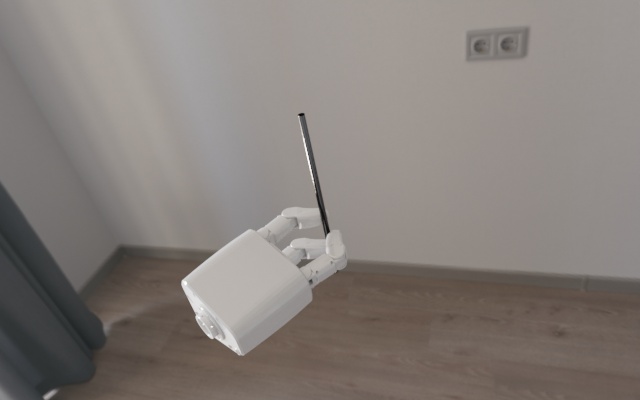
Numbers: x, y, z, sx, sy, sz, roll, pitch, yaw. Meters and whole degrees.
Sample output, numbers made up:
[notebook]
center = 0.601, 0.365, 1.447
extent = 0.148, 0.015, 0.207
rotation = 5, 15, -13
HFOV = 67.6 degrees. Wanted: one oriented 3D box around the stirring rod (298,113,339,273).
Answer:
[stirring rod]
center = 0.000, 0.002, 0.591
extent = 0.011, 0.240, 0.011
rotation = -8, 36, 6
